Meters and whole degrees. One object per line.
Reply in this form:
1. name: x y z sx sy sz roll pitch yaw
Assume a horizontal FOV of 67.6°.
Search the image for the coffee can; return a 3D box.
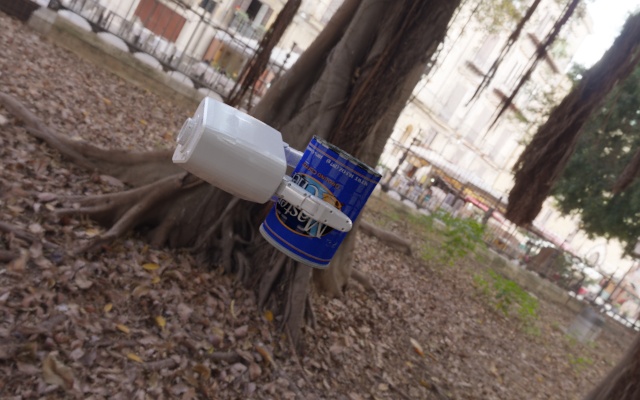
1. coffee can: 0.000 0.002 0.615 0.103 0.140 0.103 30 8 -5
